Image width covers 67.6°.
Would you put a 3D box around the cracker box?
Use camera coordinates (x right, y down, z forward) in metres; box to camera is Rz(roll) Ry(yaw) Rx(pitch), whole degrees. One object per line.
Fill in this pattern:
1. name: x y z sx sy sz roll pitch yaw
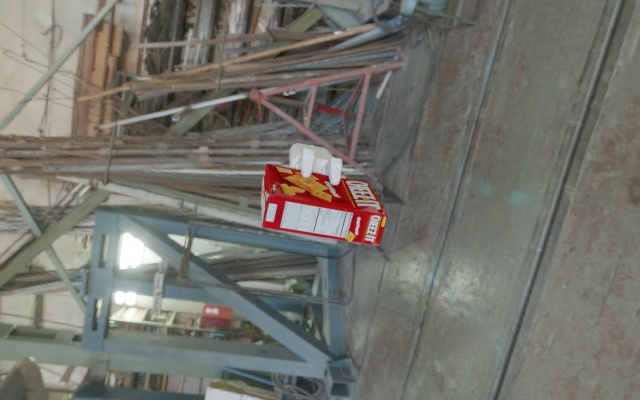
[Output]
1. cracker box: 0.000 0.003 0.884 0.214 0.072 0.164 9 22 -11
